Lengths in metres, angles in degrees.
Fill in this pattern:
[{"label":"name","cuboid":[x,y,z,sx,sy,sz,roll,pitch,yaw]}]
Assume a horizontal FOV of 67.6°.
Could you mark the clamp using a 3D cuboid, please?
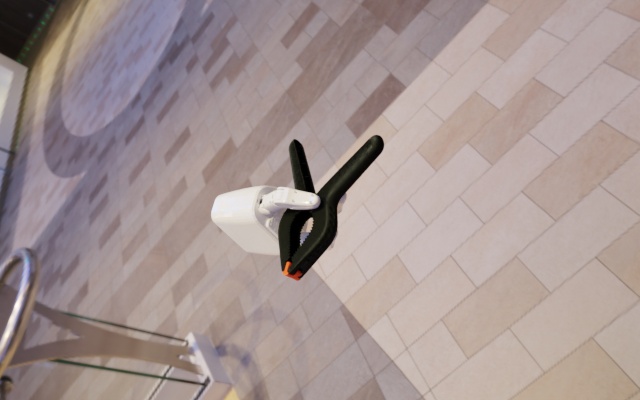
[{"label":"clamp","cuboid":[-0.001,0.002,0.633,0.164,0.210,0.036,-5,-26,41]}]
